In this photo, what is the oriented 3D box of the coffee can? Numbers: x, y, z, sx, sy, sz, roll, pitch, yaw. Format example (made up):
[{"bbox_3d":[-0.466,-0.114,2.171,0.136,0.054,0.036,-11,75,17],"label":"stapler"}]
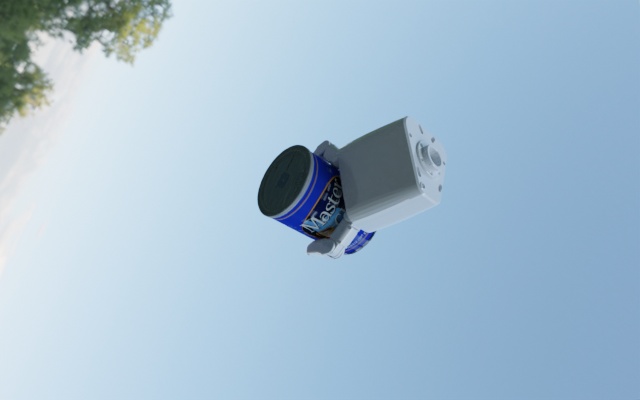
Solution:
[{"bbox_3d":[0.000,0.002,0.651,0.140,0.102,0.103,31,-19,-36],"label":"coffee can"}]
